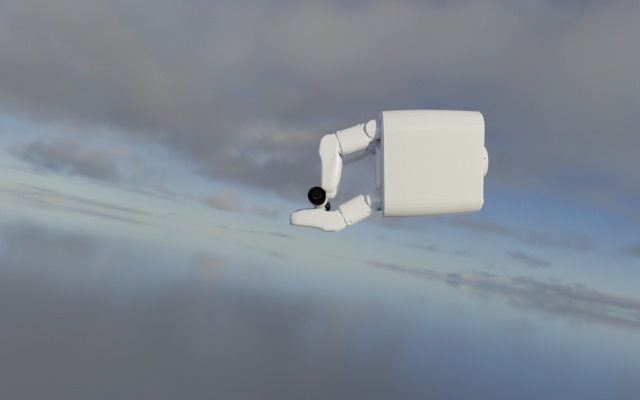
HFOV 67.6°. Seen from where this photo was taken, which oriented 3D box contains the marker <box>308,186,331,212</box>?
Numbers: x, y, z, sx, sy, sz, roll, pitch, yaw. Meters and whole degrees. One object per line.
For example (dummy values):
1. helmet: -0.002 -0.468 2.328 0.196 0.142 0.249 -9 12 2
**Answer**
1. marker: 0.000 0.002 0.531 0.020 0.020 0.121 0 -7 4
